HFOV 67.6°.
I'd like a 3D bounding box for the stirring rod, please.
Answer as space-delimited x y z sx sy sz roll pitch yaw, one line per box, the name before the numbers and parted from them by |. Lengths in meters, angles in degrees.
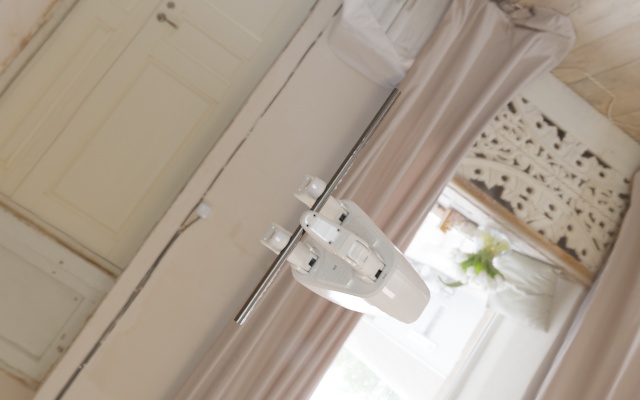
stirring rod | 0.000 0.001 0.406 0.011 0.239 0.011 34 -7 5
